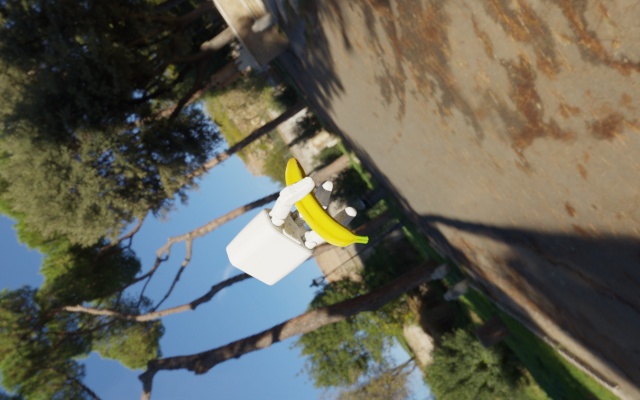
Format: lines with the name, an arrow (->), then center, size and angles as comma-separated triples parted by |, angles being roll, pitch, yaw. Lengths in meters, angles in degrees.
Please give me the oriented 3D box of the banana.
banana -> -0.008, 0.009, 0.789 | 0.069, 0.197, 0.037 | -18, -27, -53
